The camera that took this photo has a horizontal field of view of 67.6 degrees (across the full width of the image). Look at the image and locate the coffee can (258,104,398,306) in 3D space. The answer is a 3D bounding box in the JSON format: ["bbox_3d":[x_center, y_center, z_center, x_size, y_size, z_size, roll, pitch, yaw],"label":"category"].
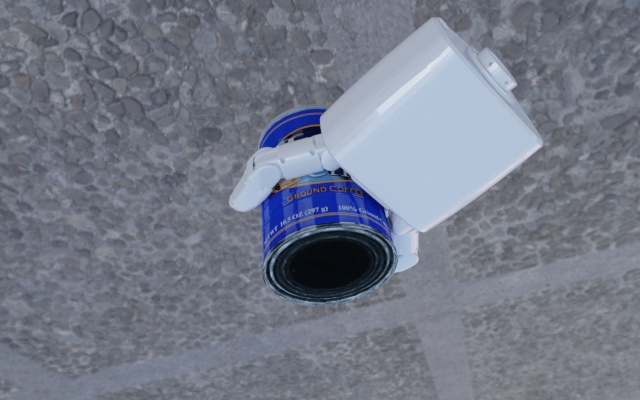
[{"bbox_3d":[0.000,0.001,0.404,0.103,0.140,0.103,-5,-43,-4],"label":"coffee can"}]
